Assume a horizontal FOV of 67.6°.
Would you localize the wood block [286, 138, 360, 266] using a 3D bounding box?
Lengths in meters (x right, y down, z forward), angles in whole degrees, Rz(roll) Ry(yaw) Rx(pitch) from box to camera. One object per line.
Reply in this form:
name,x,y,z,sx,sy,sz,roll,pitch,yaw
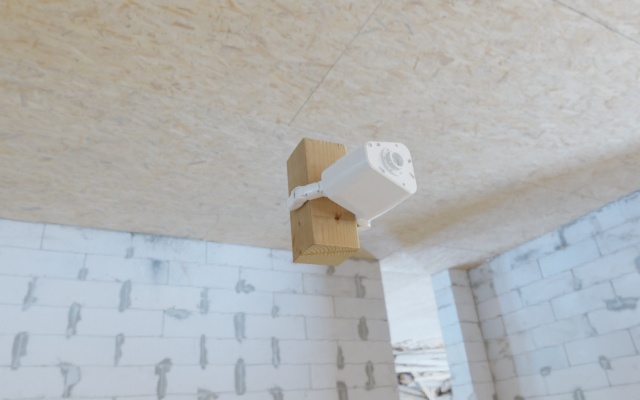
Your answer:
wood block,0.000,0.003,0.856,0.091,0.206,0.090,7,-29,-24
